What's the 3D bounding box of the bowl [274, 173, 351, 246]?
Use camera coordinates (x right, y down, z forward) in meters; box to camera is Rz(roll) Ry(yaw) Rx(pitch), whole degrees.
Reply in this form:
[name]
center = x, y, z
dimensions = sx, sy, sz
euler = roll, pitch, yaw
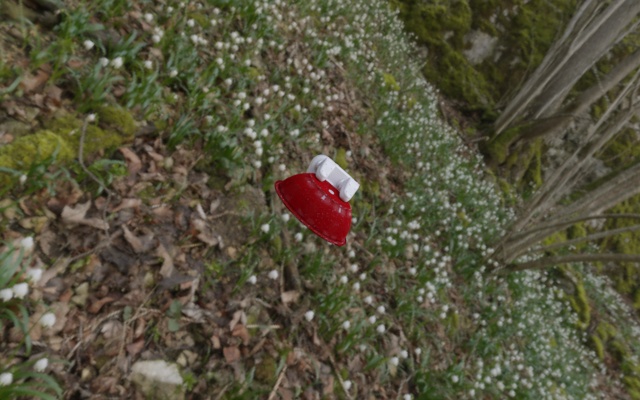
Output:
[bowl]
center = 0.001, 0.003, 0.814
dimensions = 0.162, 0.055, 0.162
euler = 39, 14, -12
